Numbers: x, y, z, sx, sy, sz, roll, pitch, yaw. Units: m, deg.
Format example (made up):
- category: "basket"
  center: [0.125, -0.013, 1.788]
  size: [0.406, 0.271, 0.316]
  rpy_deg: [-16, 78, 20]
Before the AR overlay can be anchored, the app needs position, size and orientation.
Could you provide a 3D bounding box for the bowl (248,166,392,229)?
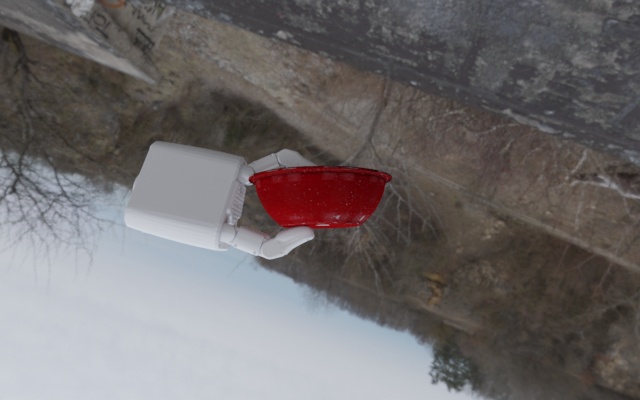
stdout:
- category: "bowl"
  center: [0.001, 0.002, 0.536]
  size: [0.162, 0.055, 0.162]
  rpy_deg: [-1, -7, 0]
